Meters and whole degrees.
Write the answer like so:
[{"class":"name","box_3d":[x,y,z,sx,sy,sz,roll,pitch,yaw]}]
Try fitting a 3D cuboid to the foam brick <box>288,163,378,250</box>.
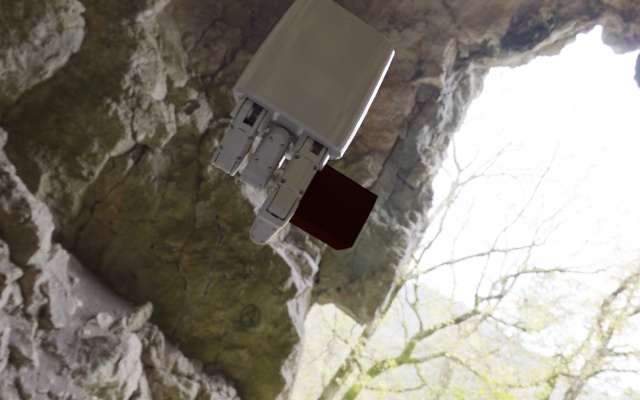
[{"class":"foam brick","box_3d":[0.000,0.002,0.410,0.078,0.051,0.053,31,-13,-8]}]
